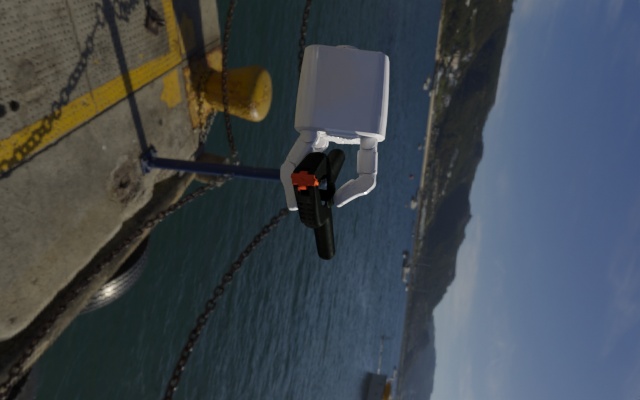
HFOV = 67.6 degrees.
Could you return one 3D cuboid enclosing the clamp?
[{"bbox_3d":[0.001,0.002,0.622,0.036,0.164,0.210,4,-1,12],"label":"clamp"}]
